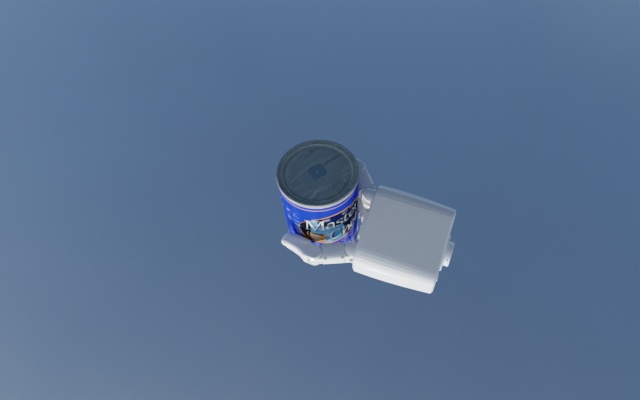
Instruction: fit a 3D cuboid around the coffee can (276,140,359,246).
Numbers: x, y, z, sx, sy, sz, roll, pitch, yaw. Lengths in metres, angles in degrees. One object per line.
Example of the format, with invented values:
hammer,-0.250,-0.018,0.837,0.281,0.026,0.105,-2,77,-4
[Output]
coffee can,0.000,0.002,0.645,0.103,0.102,0.140,0,-33,4
